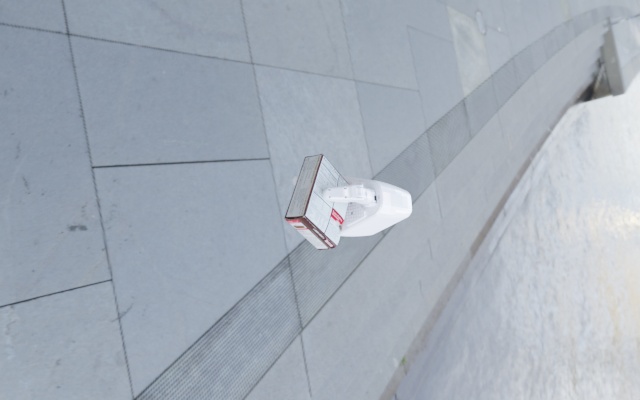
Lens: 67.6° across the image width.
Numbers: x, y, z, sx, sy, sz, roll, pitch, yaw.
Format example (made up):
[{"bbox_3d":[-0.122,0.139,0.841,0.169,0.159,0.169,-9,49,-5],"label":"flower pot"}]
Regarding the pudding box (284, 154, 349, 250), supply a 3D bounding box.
[{"bbox_3d":[0.000,0.002,0.700,0.039,0.113,0.090,-10,-40,35],"label":"pudding box"}]
